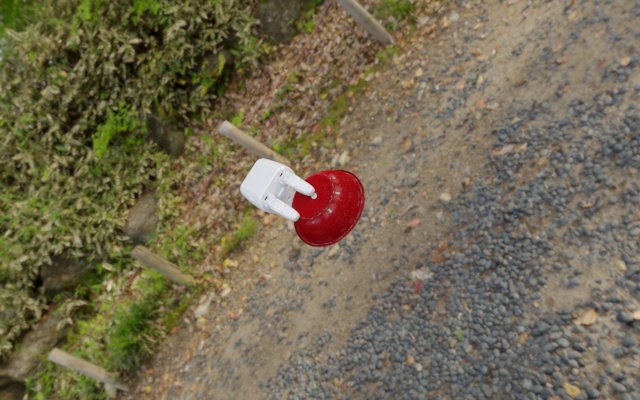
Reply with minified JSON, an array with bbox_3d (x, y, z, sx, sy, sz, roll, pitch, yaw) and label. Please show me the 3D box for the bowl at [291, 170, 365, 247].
[{"bbox_3d":[0.001,0.003,0.891,0.162,0.162,0.055,0,-24,37],"label":"bowl"}]
